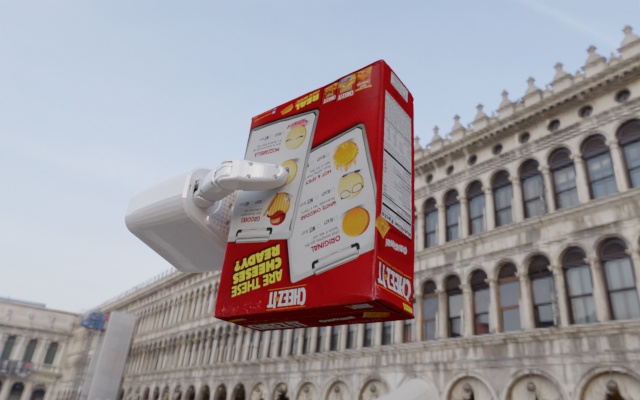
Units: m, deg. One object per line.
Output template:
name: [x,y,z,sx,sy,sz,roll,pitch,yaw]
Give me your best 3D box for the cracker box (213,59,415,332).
cracker box: [0.000,0.001,0.430,0.164,0.213,0.072,-15,-33,35]
